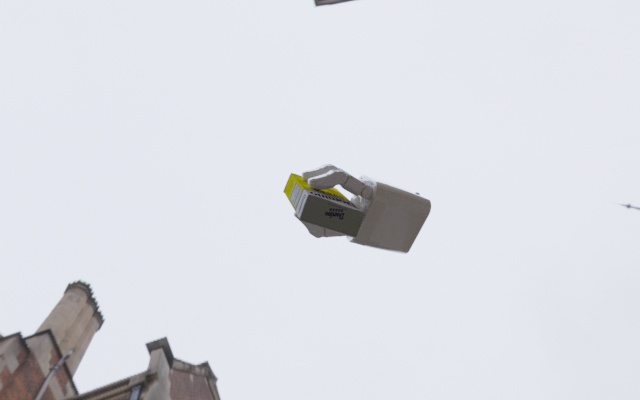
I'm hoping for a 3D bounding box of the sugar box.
[{"bbox_3d":[0.000,0.002,0.762,0.093,0.048,0.176,18,7,-16],"label":"sugar box"}]
